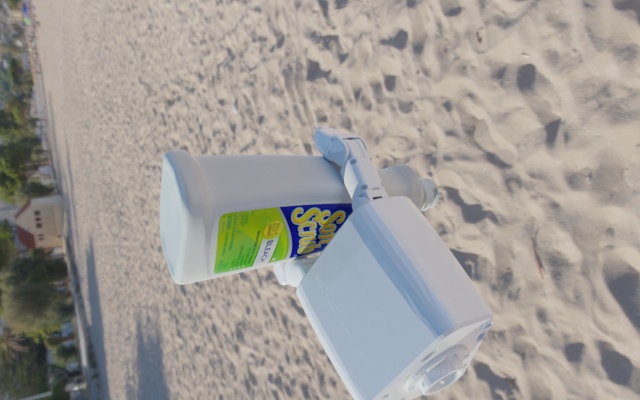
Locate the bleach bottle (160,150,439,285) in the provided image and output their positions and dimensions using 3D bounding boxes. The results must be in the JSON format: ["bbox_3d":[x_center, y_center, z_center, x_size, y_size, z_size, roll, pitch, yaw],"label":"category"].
[{"bbox_3d":[0.000,0.001,0.403,0.251,0.103,0.068,-8,46,-29],"label":"bleach bottle"}]
